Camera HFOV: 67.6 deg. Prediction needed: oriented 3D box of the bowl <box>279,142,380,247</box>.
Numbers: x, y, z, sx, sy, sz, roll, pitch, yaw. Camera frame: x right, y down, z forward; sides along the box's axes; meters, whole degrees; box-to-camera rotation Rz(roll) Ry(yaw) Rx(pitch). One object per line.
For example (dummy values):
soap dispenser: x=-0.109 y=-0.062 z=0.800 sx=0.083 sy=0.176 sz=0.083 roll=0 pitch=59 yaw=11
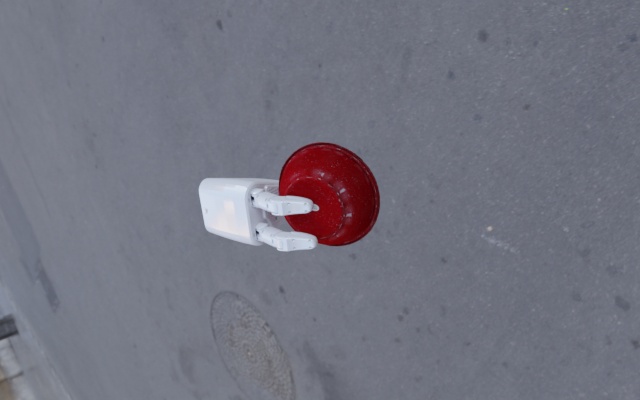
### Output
bowl: x=0.001 y=0.002 z=0.677 sx=0.162 sy=0.162 sz=0.055 roll=0 pitch=20 yaw=25
